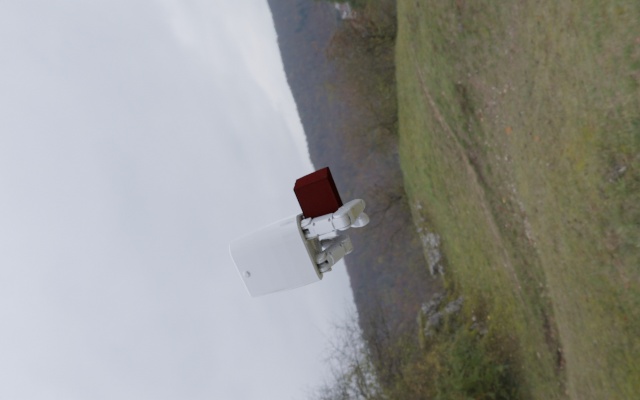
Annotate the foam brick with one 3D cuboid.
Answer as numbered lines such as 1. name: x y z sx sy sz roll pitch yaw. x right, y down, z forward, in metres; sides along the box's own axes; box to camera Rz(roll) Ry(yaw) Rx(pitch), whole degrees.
1. foam brick: 0.000 0.002 0.668 0.051 0.078 0.053 -19 18 10
